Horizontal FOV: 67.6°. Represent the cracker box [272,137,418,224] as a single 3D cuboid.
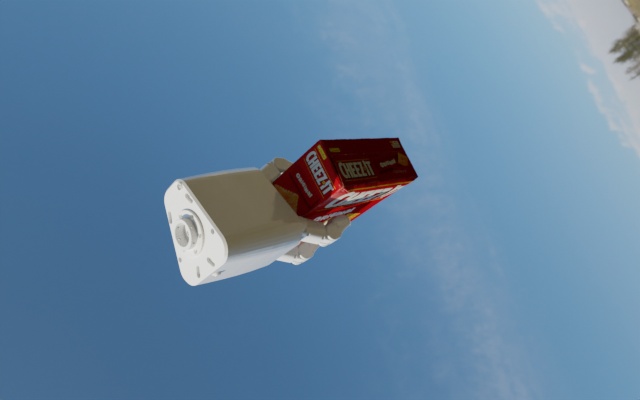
[{"bbox_3d":[0.000,0.002,0.641,0.164,0.072,0.214,-10,-20,-48],"label":"cracker box"}]
